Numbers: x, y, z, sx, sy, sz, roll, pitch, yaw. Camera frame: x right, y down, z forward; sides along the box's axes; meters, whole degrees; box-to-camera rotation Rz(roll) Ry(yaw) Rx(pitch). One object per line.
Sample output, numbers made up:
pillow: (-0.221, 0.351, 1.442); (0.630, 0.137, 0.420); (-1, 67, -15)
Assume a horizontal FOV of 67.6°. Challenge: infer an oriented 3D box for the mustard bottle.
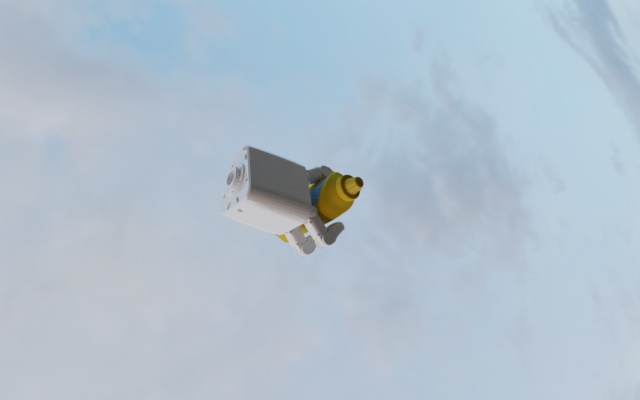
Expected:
mustard bottle: (0.000, 0.003, 0.780); (0.058, 0.096, 0.192); (42, -40, -17)
